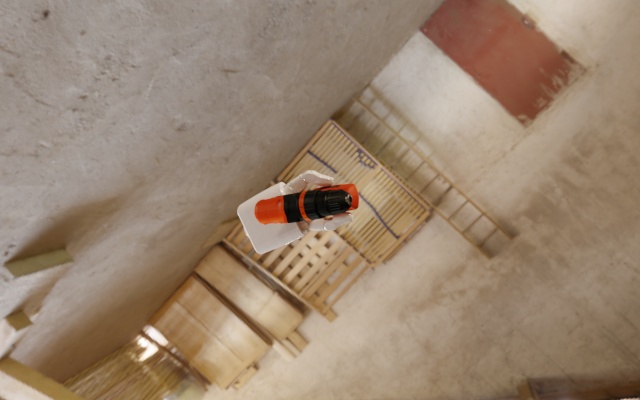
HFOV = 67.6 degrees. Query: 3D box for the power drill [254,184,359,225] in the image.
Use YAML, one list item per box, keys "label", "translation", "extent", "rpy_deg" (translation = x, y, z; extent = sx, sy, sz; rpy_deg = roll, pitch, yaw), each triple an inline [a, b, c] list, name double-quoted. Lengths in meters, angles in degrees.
- label: "power drill"
  translation: [0.000, 0.003, 0.868]
  extent: [0.184, 0.057, 0.187]
  rpy_deg: [-6, 1, 28]
